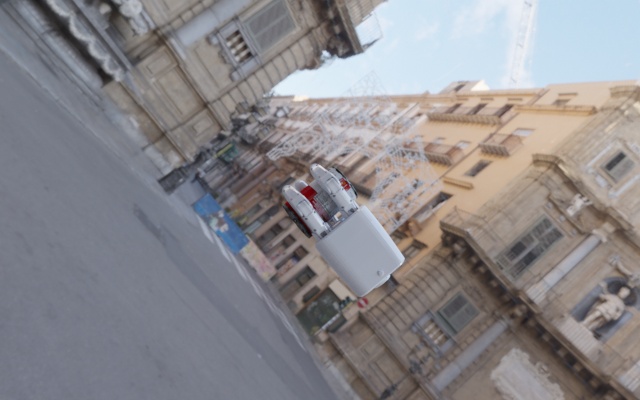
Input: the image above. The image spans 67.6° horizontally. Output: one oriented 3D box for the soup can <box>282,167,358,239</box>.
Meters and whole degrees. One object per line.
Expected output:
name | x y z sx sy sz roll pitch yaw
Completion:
soup can | 0.000 0.002 0.760 0.102 0.068 0.068 -39 6 -8
